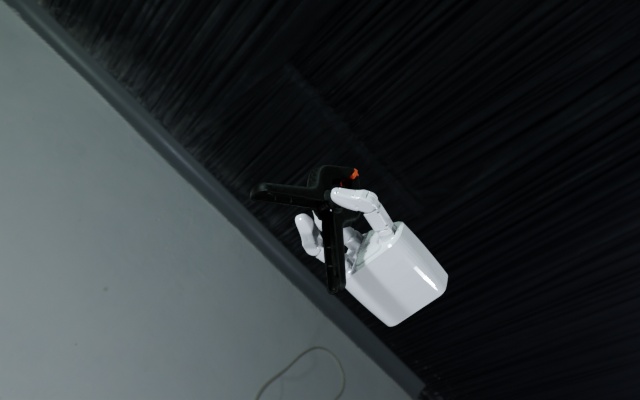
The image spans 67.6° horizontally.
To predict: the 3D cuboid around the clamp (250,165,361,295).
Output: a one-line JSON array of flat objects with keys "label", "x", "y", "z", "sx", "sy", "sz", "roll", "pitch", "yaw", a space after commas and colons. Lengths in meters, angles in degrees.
[{"label": "clamp", "x": 0.001, "y": 0.002, "z": 0.636, "sx": 0.036, "sy": 0.164, "sz": 0.210, "roll": -32, "pitch": 17, "yaw": 35}]
